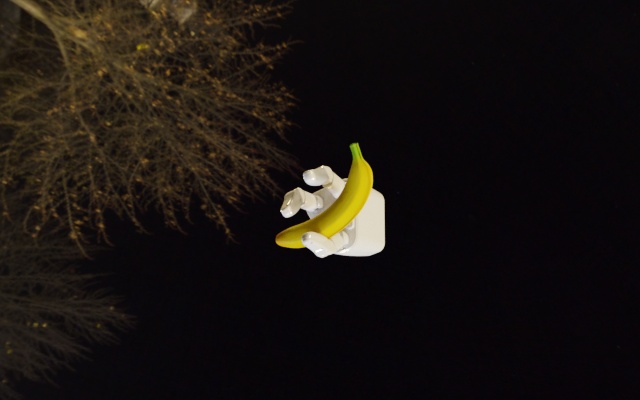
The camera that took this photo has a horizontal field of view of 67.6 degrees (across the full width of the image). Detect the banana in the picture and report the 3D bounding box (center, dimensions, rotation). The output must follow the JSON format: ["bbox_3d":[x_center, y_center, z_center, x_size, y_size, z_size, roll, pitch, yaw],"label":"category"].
[{"bbox_3d":[0.014,0.013,0.680,0.069,0.198,0.037,48,23,18],"label":"banana"}]
